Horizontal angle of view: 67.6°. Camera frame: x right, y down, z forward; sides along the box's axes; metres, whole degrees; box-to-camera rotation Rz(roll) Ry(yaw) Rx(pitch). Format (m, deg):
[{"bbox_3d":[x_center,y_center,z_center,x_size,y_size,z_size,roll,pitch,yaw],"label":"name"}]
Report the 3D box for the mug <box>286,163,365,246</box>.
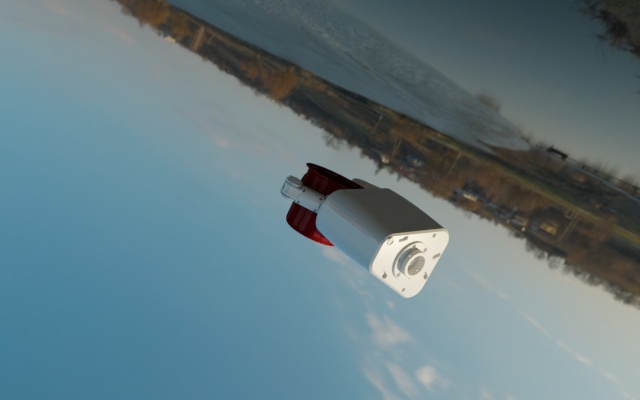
[{"bbox_3d":[-0.001,0.002,0.635,0.093,0.081,0.117,17,14,-40],"label":"mug"}]
